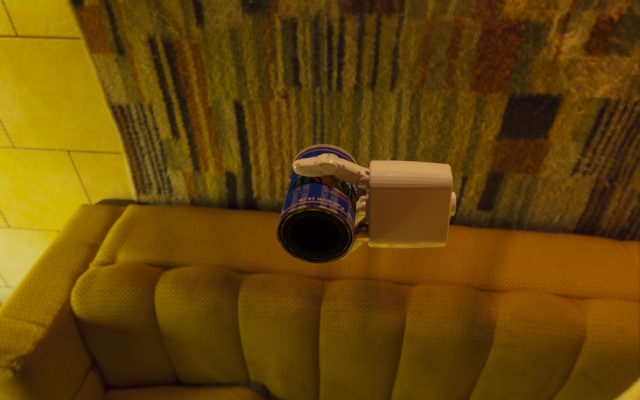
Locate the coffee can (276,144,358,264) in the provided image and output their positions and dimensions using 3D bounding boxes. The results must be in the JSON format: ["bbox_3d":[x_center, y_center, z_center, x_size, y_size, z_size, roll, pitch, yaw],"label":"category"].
[{"bbox_3d":[0.000,0.002,0.668,0.103,0.103,0.140,0,40,8],"label":"coffee can"}]
